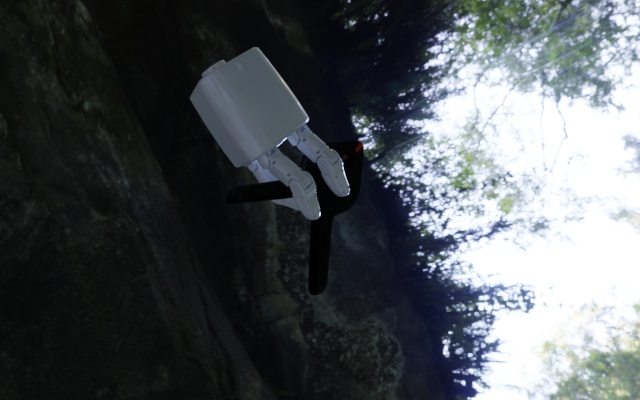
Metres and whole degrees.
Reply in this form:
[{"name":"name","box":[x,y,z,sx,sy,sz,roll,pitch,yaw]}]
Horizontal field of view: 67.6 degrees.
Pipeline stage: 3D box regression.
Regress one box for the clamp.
[{"name":"clamp","box":[0.000,0.002,0.603,0.036,0.164,0.210,-15,23,51]}]
